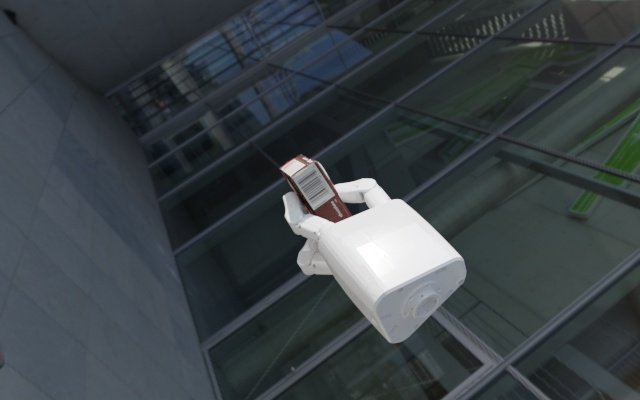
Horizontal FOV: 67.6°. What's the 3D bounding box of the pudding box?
[{"bbox_3d":[0.000,0.002,0.581,0.039,0.113,0.090,-33,16,-7],"label":"pudding box"}]
